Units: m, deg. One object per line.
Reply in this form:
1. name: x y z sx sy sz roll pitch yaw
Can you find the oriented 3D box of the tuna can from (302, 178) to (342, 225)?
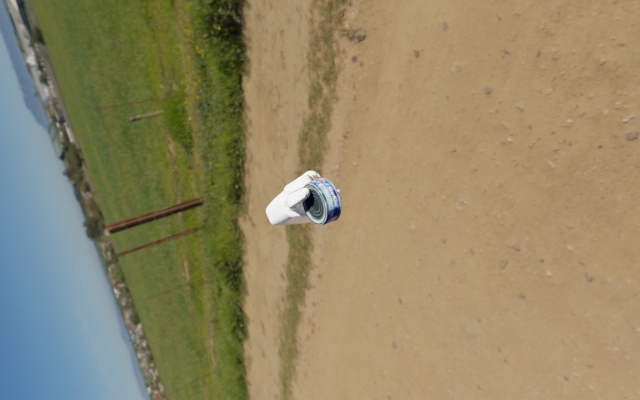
1. tuna can: 0.000 0.003 0.899 0.033 0.086 0.086 -19 10 -31
